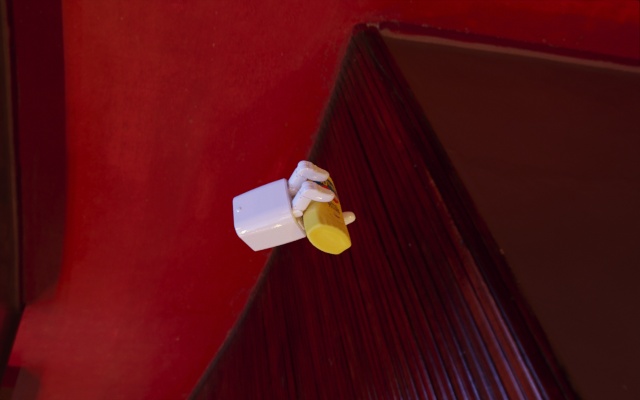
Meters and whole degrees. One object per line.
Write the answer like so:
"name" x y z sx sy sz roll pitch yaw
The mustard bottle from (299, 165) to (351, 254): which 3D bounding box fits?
"mustard bottle" 0.000 0.003 0.887 0.058 0.191 0.096 -36 -48 22
